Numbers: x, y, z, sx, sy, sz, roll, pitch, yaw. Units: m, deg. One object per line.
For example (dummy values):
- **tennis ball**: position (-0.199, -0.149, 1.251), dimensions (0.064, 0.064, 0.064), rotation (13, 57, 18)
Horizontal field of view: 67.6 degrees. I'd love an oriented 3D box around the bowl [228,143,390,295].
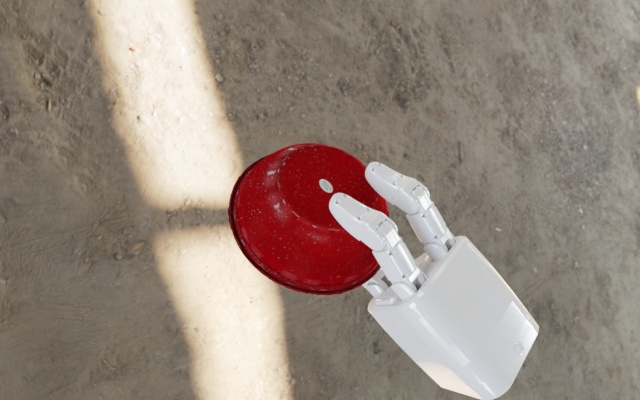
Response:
- **bowl**: position (-0.001, 0.001, 0.438), dimensions (0.162, 0.162, 0.055), rotation (0, -33, -19)
